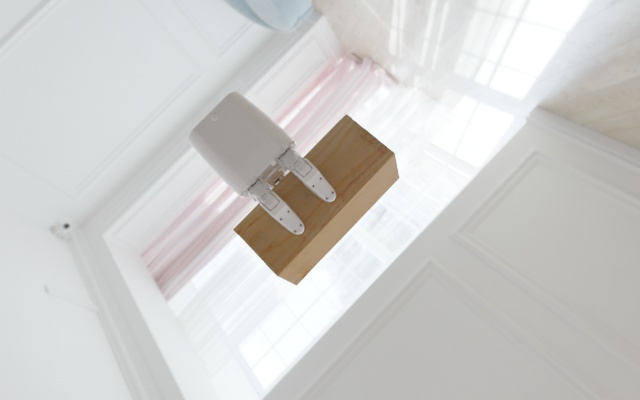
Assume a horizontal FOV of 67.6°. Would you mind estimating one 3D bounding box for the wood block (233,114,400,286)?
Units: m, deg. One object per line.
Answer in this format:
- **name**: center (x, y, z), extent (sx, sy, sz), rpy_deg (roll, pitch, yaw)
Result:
- **wood block**: center (0.000, 0.002, 0.629), extent (0.090, 0.206, 0.091), rpy_deg (43, -4, 21)
